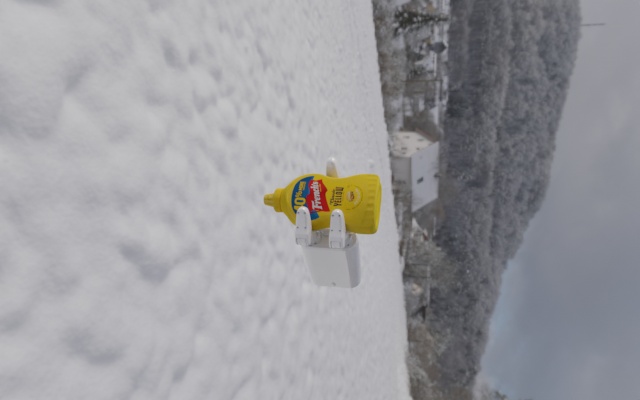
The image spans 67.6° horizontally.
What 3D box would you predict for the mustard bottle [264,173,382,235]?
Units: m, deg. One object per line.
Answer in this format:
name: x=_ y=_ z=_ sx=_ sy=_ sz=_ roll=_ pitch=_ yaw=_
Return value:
mustard bottle: x=0.000 y=0.002 z=0.777 sx=0.191 sy=0.096 sz=0.058 roll=2 pitch=-23 yaw=14
